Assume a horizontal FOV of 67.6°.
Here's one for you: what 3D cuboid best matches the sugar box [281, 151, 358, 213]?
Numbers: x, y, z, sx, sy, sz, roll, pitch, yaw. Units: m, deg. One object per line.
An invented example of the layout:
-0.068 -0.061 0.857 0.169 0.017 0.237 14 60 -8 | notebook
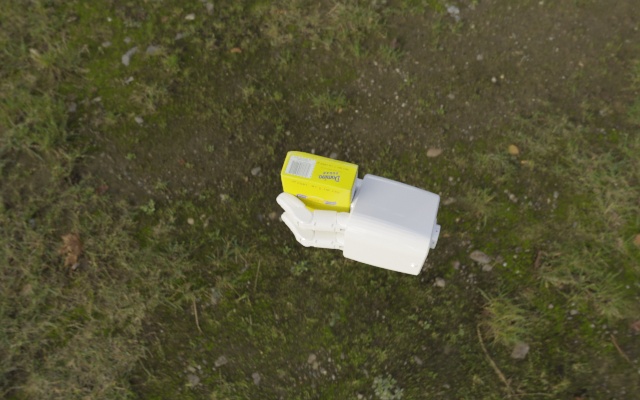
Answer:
0.000 0.003 0.670 0.093 0.048 0.176 14 -28 9 | sugar box
